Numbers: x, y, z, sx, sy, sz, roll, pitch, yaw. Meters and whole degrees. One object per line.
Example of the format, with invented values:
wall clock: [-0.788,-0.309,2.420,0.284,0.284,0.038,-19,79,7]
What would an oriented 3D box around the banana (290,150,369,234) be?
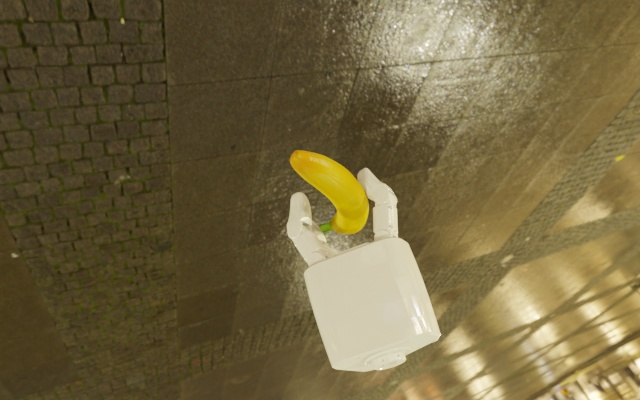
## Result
banana: [0.019,0.000,0.543,0.069,0.037,0.198,-10,-28,5]
